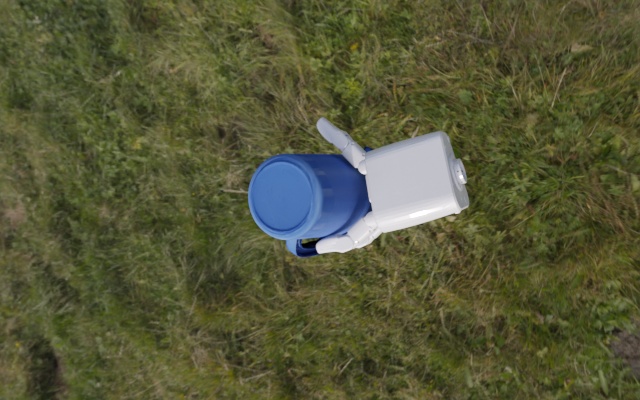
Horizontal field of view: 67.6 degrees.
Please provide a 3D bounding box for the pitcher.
[{"bbox_3d":[0.000,0.002,0.694,0.145,0.149,0.243,-17,-6,26],"label":"pitcher"}]
